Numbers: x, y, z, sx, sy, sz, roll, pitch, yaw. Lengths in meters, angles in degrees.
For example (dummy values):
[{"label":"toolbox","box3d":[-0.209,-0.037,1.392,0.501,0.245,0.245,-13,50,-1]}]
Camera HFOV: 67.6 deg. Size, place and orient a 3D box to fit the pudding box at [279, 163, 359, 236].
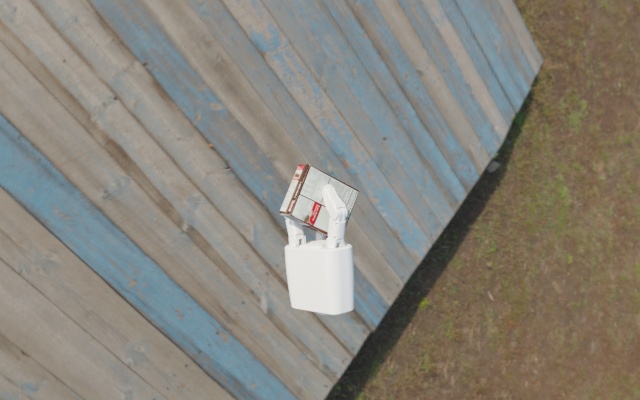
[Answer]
[{"label":"pudding box","box3d":[0.000,0.003,0.777,0.113,0.090,0.039,27,-11,-33]}]
